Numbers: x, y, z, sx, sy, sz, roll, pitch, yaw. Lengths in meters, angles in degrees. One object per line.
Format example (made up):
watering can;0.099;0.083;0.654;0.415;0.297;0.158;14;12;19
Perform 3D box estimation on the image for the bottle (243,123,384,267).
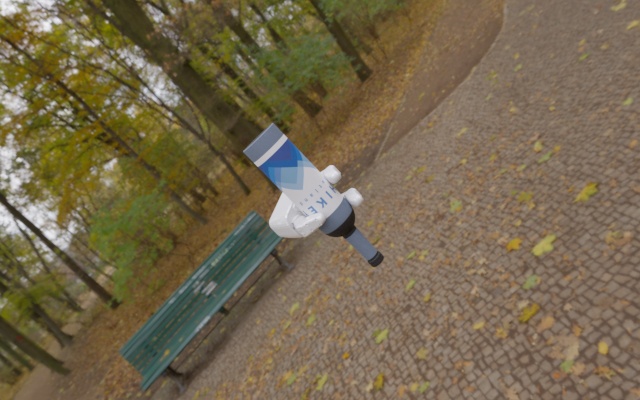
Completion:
bottle;0.000;0.002;0.792;0.069;0.296;0.069;-41;13;12
